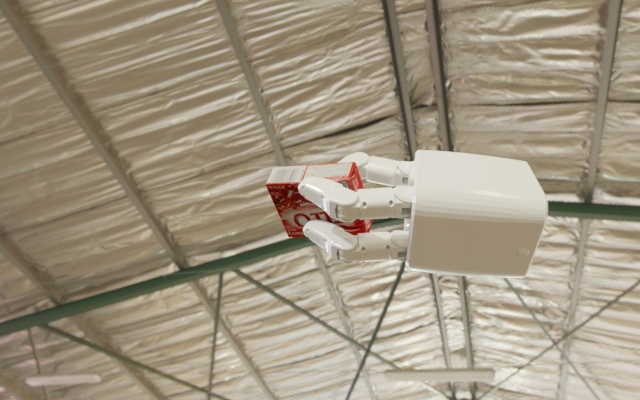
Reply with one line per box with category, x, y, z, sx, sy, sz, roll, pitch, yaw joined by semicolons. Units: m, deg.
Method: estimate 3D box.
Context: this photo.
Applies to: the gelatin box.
gelatin box;0.000;0.001;0.467;0.089;0.073;0.030;-2;41;22
